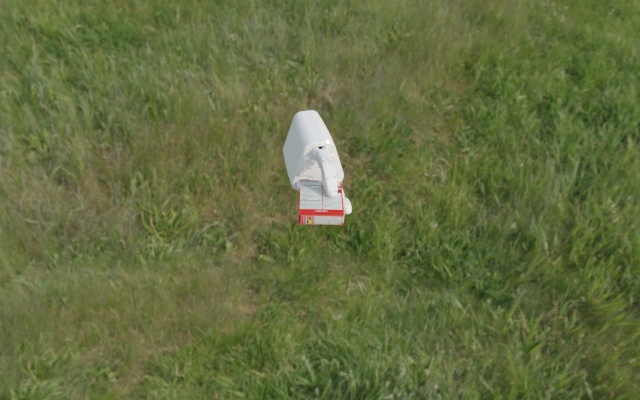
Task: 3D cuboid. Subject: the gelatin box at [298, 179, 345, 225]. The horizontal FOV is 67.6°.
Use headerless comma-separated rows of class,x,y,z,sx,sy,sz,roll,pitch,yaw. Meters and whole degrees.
gelatin box,0.000,0.002,0.792,0.073,0.030,0.089,2,39,-3
